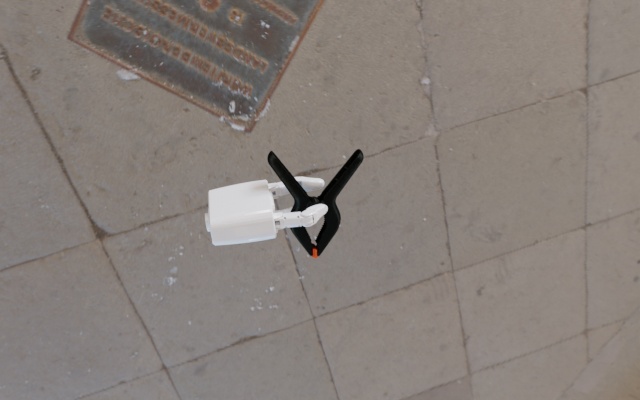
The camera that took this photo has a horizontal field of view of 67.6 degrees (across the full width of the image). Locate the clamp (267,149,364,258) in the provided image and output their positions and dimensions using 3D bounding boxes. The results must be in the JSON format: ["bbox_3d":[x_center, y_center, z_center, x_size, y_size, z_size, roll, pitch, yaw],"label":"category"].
[{"bbox_3d":[0.000,0.004,0.848,0.164,0.210,0.036,-8,24,-5],"label":"clamp"}]
